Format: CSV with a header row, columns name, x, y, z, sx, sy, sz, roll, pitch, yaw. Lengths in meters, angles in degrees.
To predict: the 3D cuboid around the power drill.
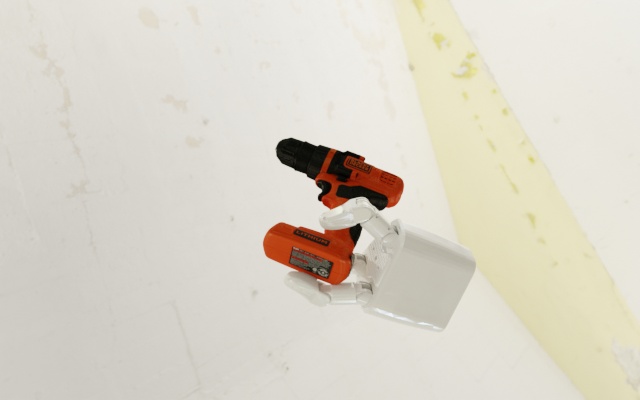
name,x,y,z,sx,sy,sz,roll,pitch,yaw
power drill,0.000,0.002,0.603,0.184,0.187,0.057,21,-42,9
